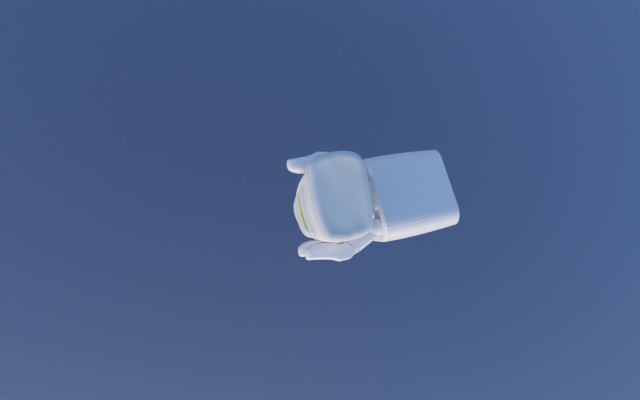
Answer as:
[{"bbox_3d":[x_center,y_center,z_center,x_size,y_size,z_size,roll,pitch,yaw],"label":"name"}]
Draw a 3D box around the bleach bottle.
[{"bbox_3d":[0.000,0.002,0.637,0.068,0.102,0.251,-11,0,-11],"label":"bleach bottle"}]
